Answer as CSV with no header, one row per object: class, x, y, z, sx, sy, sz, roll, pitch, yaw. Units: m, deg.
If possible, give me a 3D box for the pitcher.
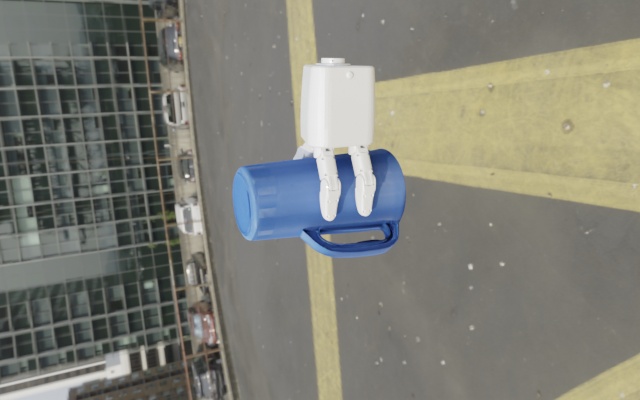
pitcher,0.000,0.002,0.721,0.243,0.145,0.149,-6,18,-24
